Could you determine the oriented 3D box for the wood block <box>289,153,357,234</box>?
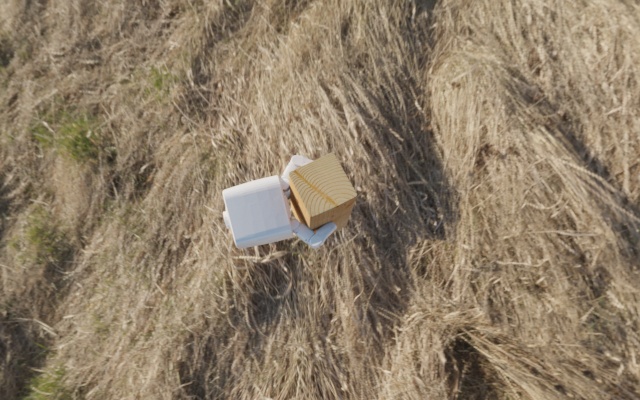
[{"bbox_3d":[0.000,0.003,0.897,0.090,0.090,0.206,-25,-14,-9],"label":"wood block"}]
